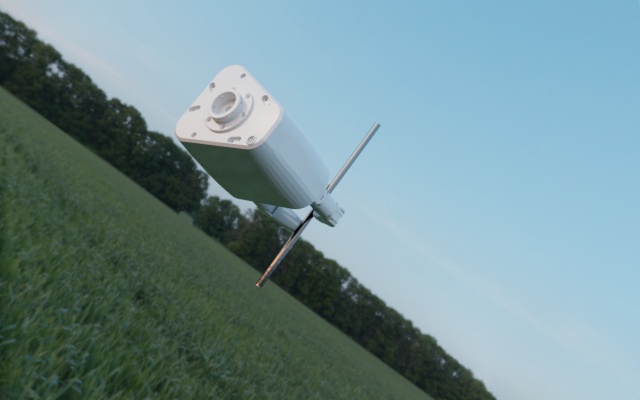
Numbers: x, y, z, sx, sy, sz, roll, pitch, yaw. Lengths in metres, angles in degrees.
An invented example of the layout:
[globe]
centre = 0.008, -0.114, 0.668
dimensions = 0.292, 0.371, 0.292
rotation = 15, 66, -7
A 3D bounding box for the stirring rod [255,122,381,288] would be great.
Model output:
[stirring rod]
centre = 0.000, 0.002, 0.560
dimensions = 0.011, 0.239, 0.011
rotation = 35, -11, 8
